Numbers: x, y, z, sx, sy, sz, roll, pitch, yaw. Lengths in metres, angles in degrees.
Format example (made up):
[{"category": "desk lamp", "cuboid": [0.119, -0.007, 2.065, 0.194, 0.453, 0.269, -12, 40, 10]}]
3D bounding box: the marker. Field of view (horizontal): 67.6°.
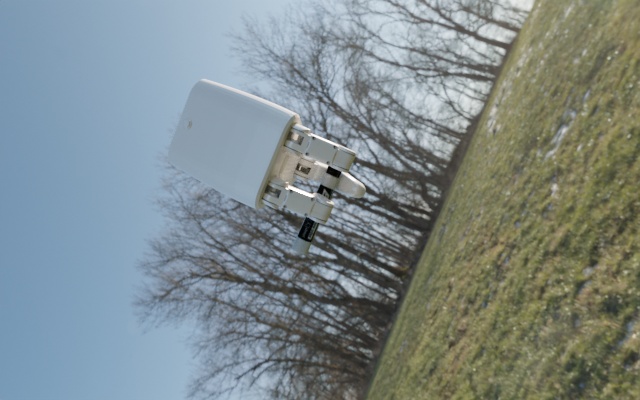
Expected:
[{"category": "marker", "cuboid": [0.000, 0.002, 0.527, 0.020, 0.121, 0.020, 23, 7, -3]}]
